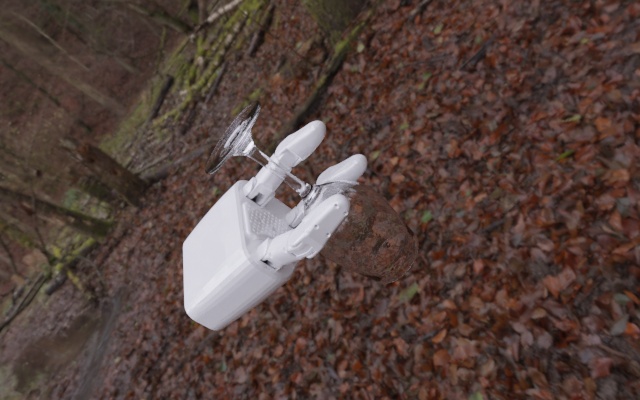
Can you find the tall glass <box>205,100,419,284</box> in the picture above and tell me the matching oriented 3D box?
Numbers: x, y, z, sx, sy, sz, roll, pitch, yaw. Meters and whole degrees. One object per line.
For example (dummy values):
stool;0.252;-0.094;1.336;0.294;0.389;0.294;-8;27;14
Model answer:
tall glass;0.000;0.001;0.433;0.201;0.079;0.079;36;-16;-23
